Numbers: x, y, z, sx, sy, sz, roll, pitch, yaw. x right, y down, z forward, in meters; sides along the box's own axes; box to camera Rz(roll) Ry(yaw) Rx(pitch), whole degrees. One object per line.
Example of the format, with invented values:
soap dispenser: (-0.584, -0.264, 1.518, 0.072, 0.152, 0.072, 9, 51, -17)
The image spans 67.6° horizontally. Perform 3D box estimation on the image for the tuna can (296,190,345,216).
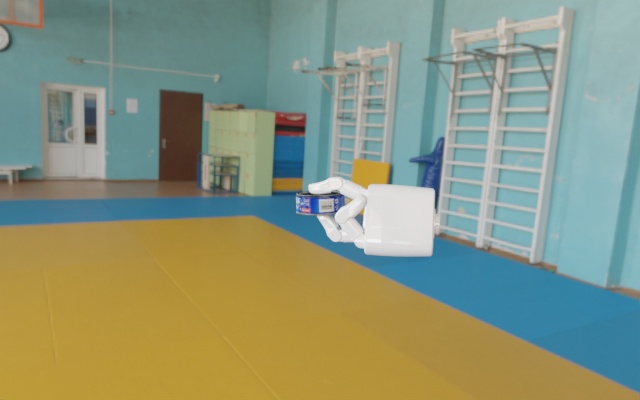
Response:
tuna can: (0.000, 0.002, 0.825, 0.086, 0.034, 0.086, -2, 8, 0)
